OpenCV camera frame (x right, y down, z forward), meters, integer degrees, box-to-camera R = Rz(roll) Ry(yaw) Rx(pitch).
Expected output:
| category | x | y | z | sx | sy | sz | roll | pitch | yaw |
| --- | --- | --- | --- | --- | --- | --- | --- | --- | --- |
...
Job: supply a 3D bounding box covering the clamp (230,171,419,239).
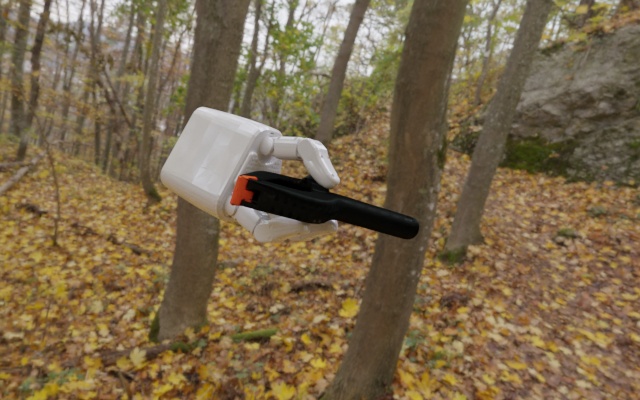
| category | x | y | z | sx | sy | sz | roll | pitch | yaw |
| --- | --- | --- | --- | --- | --- | --- | --- | --- | --- |
| clamp | 0.000 | 0.001 | 0.491 | 0.164 | 0.036 | 0.210 | 24 | 11 | 30 |
